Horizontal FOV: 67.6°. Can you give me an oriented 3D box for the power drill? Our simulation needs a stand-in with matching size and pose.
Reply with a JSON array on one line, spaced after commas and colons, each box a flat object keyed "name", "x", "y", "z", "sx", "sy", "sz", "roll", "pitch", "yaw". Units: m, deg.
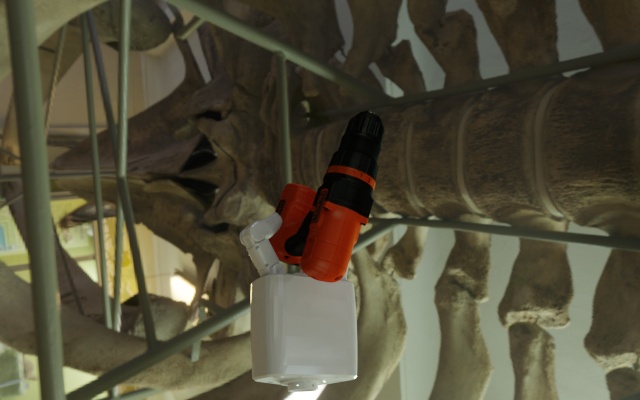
[{"name": "power drill", "x": 0.000, "y": 0.002, "z": 0.546, "sx": 0.057, "sy": 0.184, "sz": 0.188, "roll": 24, "pitch": -17, "yaw": -15}]
